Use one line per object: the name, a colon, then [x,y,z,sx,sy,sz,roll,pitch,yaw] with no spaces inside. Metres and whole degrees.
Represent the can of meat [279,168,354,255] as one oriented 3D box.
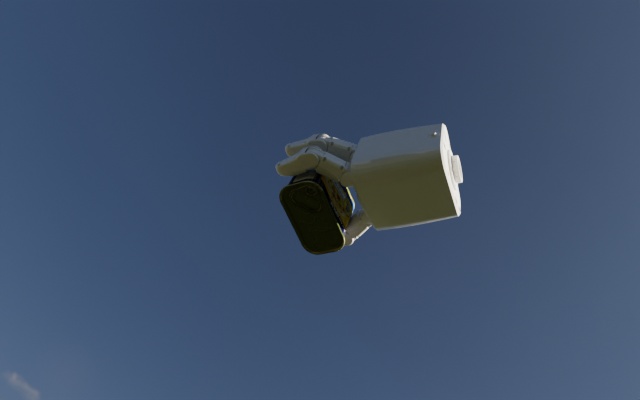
can of meat: [0.000,0.002,0.603,0.057,0.102,0.084,-14,26,24]
